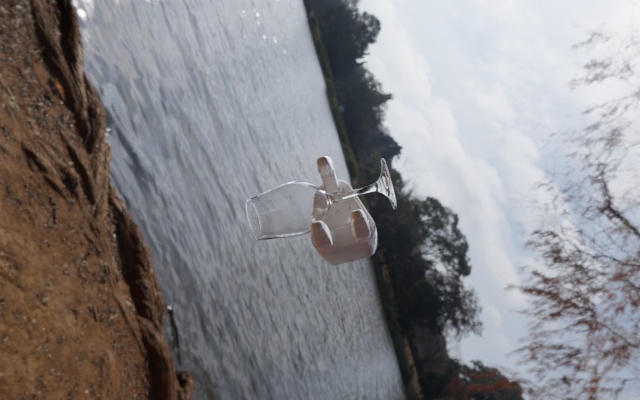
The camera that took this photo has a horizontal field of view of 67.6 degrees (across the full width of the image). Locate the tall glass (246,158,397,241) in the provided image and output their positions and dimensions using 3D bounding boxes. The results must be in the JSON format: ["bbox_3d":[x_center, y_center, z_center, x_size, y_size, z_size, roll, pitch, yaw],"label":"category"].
[{"bbox_3d":[0.001,0.002,0.673,0.201,0.079,0.079,-15,-1,4],"label":"tall glass"}]
